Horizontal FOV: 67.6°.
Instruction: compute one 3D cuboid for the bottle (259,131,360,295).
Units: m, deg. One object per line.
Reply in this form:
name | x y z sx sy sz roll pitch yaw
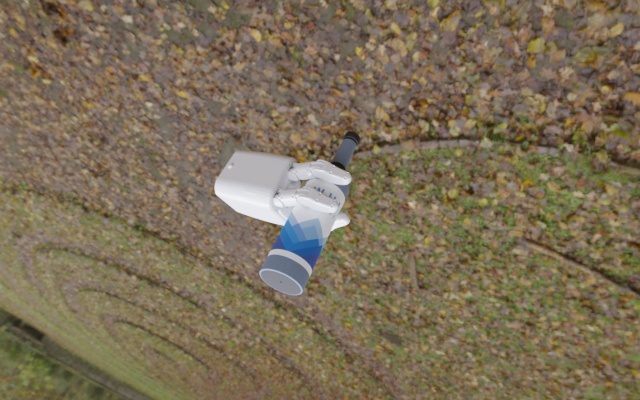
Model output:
bottle | 0.000 0.003 0.741 0.069 0.295 0.069 18 -33 12
